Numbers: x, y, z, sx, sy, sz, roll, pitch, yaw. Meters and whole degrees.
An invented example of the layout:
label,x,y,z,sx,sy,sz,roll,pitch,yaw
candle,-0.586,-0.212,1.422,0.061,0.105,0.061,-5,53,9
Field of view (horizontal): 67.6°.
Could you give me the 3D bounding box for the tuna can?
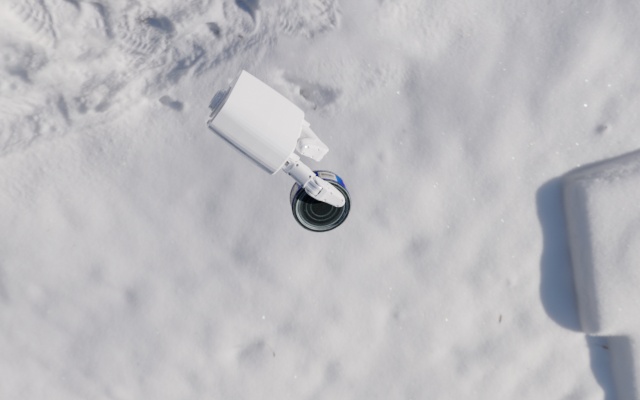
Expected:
label,x,y,z,sx,sy,sz,roll,pitch,yaw
tuna can,0.000,0.003,0.676,0.086,0.086,0.033,0,28,-9
